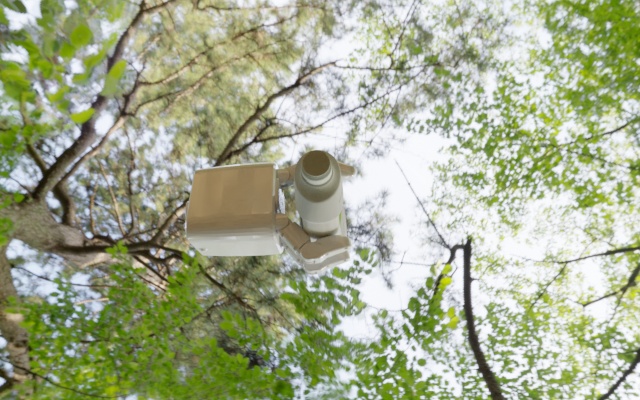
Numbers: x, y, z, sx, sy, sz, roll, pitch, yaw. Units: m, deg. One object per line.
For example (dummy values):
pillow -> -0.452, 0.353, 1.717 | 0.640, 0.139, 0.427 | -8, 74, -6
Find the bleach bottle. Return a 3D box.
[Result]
bleach bottle -> 0.000, 0.002, 0.589 | 0.068, 0.102, 0.251 | -3, -22, 1
